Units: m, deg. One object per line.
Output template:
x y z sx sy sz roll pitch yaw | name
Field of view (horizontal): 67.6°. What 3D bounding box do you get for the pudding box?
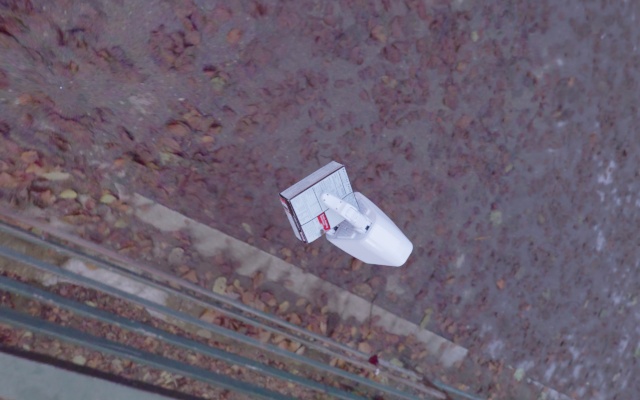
0.000 0.003 0.761 0.113 0.090 0.039 -33 30 -21 | pudding box
